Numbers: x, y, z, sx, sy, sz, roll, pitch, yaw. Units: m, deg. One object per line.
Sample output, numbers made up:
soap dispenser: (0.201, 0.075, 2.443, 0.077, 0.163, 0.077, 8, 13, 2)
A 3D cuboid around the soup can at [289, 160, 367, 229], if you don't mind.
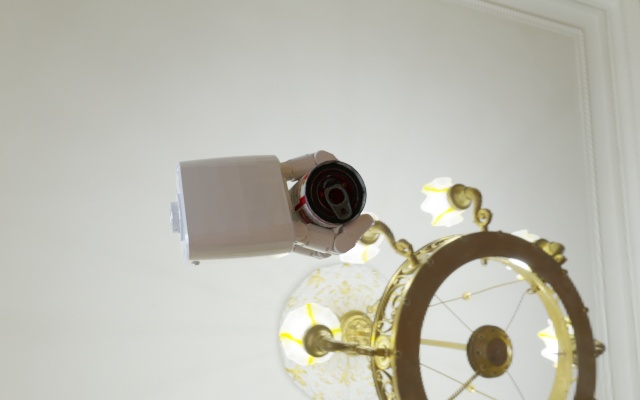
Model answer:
soup can: (0.000, 0.002, 0.532, 0.068, 0.068, 0.102, 0, -12, -19)
